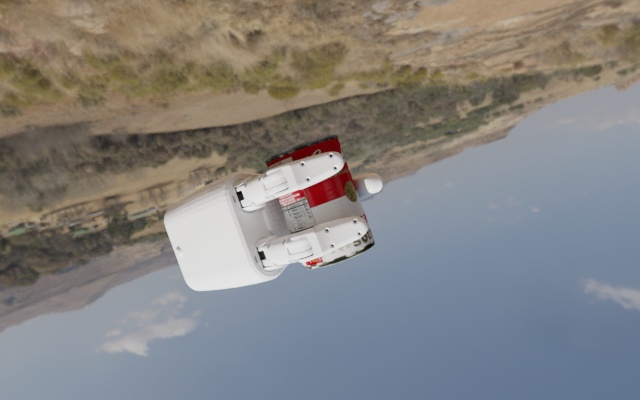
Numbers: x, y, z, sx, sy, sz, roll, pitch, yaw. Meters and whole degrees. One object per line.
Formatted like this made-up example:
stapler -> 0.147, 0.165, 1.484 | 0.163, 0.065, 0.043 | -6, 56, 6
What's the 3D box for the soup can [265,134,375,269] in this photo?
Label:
soup can -> 0.001, 0.002, 0.419 | 0.068, 0.102, 0.068 | -20, 1, 1
